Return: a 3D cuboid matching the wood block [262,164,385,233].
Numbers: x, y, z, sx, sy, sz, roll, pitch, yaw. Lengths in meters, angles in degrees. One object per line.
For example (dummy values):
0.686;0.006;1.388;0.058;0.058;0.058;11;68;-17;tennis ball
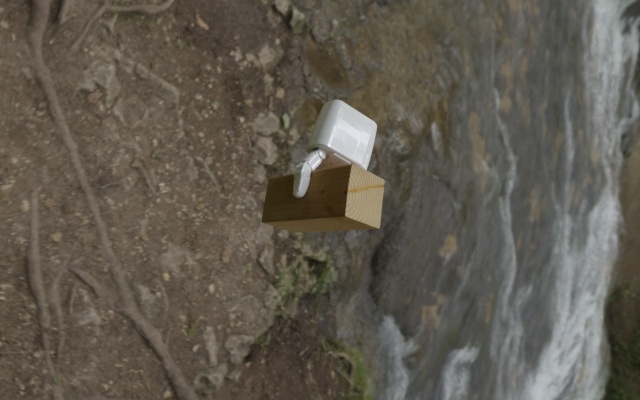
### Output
0.000;0.002;0.847;0.206;0.090;0.091;-7;-21;44;wood block
